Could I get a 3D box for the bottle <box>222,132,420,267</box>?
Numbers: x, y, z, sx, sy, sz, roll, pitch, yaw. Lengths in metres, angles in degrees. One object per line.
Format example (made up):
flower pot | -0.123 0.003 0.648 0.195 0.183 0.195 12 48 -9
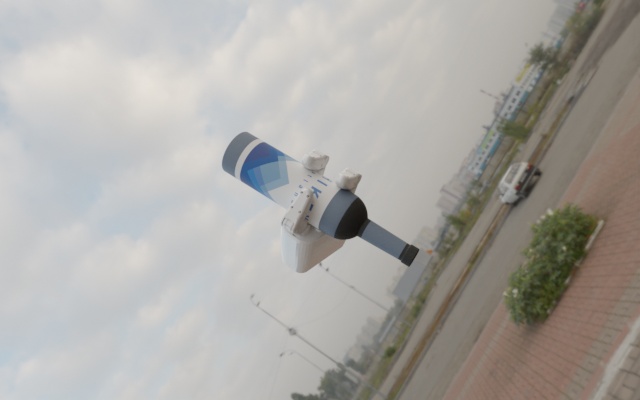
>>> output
bottle | 0.000 0.002 0.658 0.295 0.069 0.069 31 8 14
